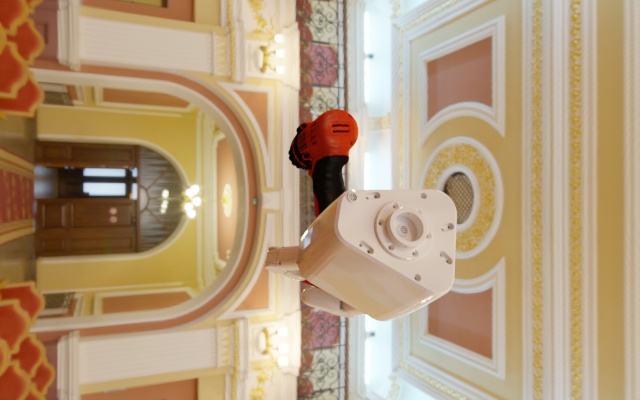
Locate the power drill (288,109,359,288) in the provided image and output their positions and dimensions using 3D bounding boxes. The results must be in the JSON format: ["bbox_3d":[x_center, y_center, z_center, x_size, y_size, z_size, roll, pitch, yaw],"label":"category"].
[{"bbox_3d":[0.000,0.002,0.553,0.057,0.187,0.184,-5,-3,-14],"label":"power drill"}]
